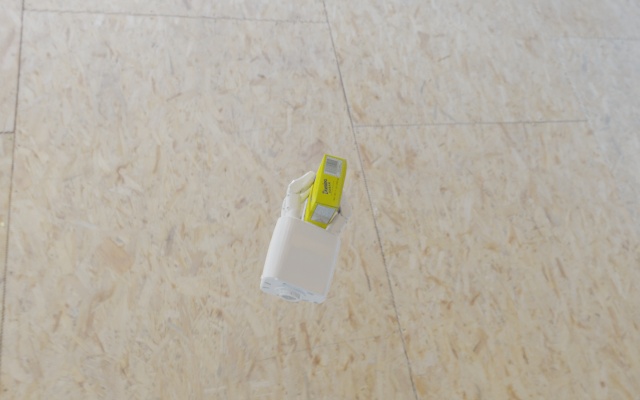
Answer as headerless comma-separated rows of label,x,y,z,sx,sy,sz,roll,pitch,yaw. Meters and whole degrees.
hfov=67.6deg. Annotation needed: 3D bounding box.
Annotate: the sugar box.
sugar box,0.000,0.003,0.836,0.048,0.093,0.176,16,-27,-8
